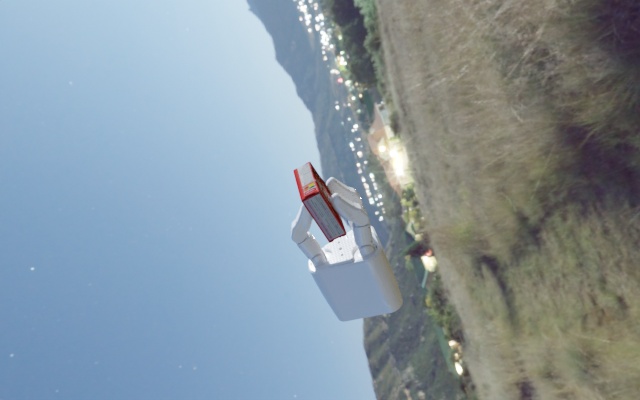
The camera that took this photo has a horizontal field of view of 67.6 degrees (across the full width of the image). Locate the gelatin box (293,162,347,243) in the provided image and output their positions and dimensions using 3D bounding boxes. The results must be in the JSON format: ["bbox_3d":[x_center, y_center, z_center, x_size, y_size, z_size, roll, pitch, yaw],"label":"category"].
[{"bbox_3d":[0.000,0.002,0.649,0.030,0.089,0.073,-27,37,8],"label":"gelatin box"}]
